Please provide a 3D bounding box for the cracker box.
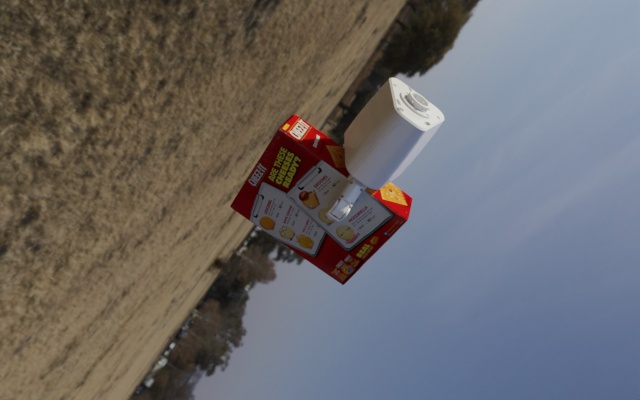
[{"bbox_3d":[0.000,0.002,0.704,0.214,0.164,0.072,35,34,-4],"label":"cracker box"}]
